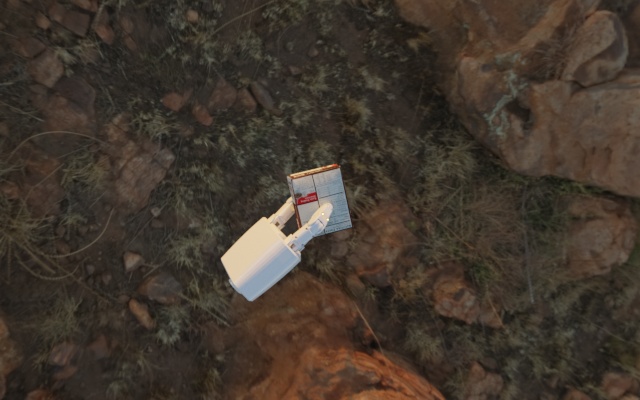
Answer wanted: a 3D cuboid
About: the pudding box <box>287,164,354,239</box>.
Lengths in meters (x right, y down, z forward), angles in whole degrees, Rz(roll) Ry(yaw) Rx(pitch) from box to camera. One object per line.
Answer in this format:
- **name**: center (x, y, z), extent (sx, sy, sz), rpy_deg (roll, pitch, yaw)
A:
- **pudding box**: center (0.000, 0.003, 0.811), extent (0.090, 0.113, 0.039), rpy_deg (-14, 14, -10)
